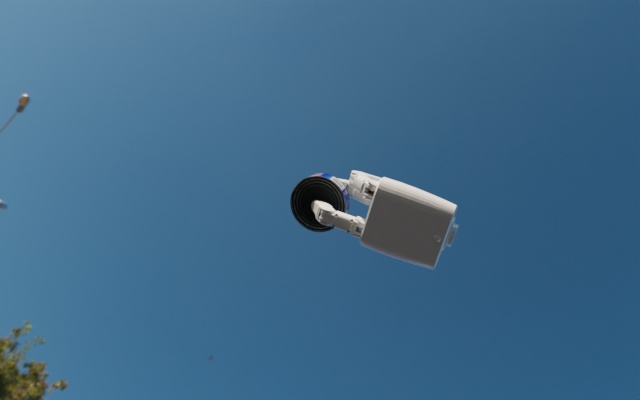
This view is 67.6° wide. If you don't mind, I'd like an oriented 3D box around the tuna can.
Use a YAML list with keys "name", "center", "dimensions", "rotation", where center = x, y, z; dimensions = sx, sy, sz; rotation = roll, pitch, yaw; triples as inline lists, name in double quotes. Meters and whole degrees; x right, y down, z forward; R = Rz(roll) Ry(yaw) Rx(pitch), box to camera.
- name: "tuna can"
  center: [0.000, 0.002, 0.721]
  dimensions: [0.086, 0.086, 0.033]
  rotation: [0, 13, 17]
